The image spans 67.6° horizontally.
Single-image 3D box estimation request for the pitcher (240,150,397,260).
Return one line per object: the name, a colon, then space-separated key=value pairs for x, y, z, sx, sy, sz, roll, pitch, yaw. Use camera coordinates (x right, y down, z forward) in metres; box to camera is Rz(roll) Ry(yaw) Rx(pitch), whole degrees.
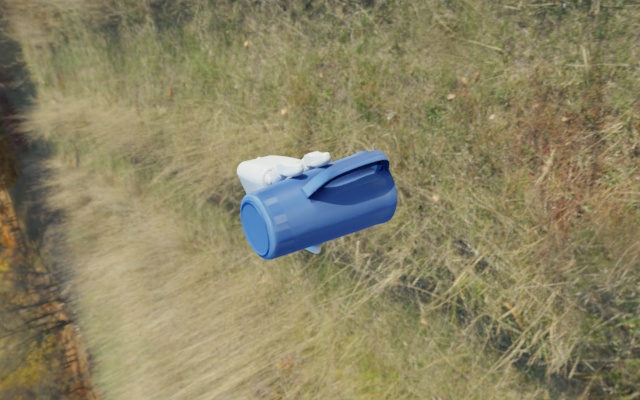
pitcher: x=0.000 y=0.003 z=0.781 sx=0.243 sy=0.149 sz=0.145 roll=-19 pitch=21 yaw=-30
